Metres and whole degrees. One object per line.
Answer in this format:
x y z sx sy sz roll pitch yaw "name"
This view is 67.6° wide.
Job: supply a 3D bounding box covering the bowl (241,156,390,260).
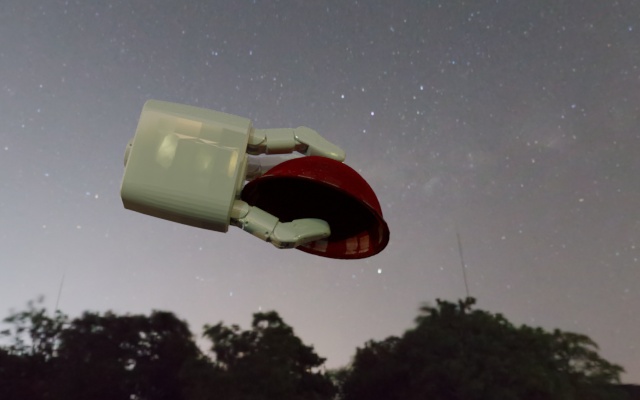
0.001 0.002 0.511 0.162 0.055 0.162 14 -31 9 "bowl"
